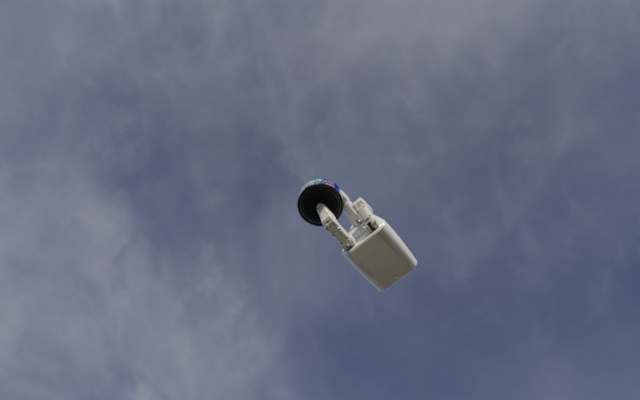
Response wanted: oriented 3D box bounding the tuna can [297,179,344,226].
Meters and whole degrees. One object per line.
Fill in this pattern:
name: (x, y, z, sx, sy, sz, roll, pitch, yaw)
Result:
tuna can: (0.000, 0.003, 0.894, 0.086, 0.086, 0.033, 0, 23, 1)
